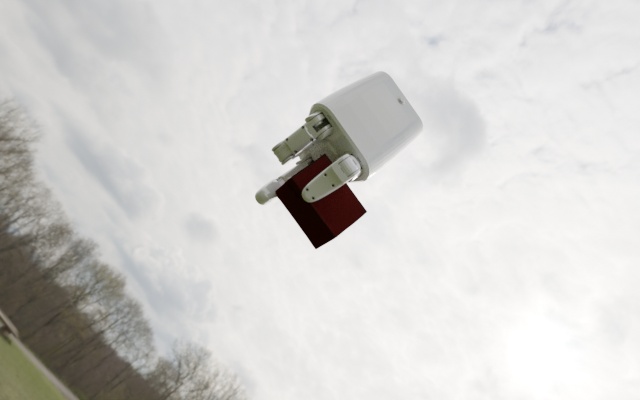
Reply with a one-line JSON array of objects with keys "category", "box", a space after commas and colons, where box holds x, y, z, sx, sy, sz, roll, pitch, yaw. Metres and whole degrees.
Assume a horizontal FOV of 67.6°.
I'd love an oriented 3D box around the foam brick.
[{"category": "foam brick", "box": [0.000, 0.002, 0.504, 0.051, 0.078, 0.053, -36, 1, -31]}]
